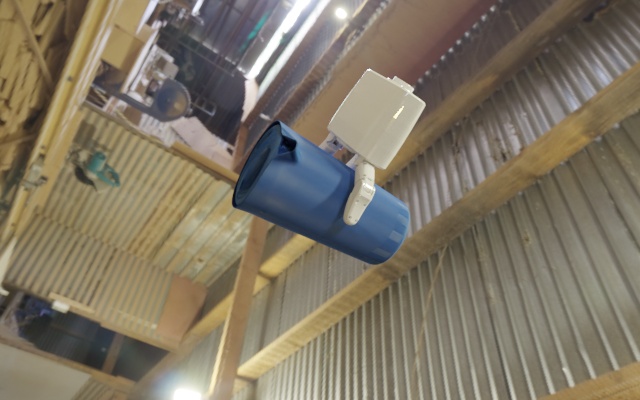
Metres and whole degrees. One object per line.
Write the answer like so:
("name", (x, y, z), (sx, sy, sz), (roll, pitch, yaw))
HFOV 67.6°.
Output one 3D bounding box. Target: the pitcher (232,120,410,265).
("pitcher", (0.000, 0.002, 0.696), (0.243, 0.145, 0.149), (28, 13, -21))
